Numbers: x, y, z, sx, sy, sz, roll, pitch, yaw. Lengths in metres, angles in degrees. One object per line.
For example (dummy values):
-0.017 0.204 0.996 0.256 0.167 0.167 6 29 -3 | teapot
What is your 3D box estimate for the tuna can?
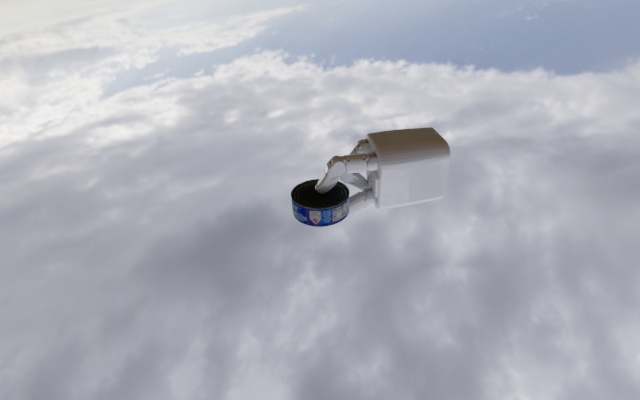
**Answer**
0.000 0.003 0.704 0.086 0.034 0.086 -2 31 1 | tuna can
